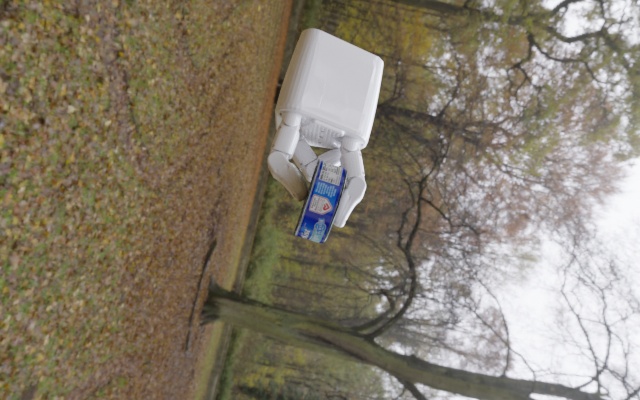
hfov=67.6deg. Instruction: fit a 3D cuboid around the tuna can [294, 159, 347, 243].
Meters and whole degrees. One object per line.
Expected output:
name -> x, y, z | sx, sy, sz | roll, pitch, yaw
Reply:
tuna can -> 0.001, 0.002, 0.512 | 0.034, 0.086, 0.086 | 18, -1, -3
